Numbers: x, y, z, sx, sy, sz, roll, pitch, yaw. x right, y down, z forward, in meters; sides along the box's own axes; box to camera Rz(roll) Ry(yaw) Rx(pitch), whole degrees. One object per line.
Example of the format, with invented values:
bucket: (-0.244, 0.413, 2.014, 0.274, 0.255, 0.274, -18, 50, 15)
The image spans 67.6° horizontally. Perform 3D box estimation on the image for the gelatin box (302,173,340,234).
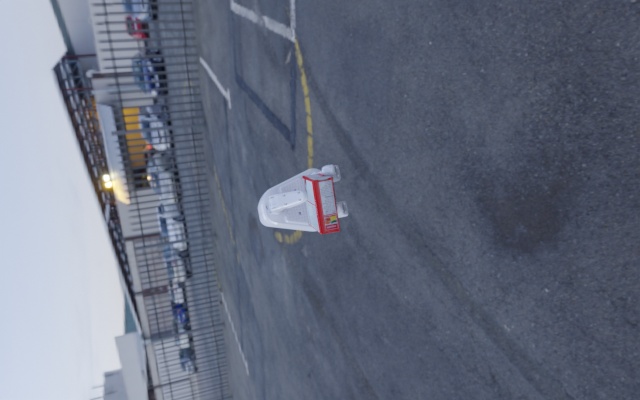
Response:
gelatin box: (0.000, 0.002, 0.658, 0.030, 0.073, 0.089, -10, 8, -10)
